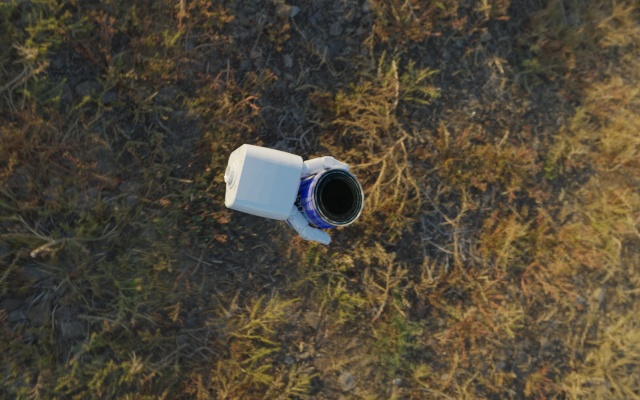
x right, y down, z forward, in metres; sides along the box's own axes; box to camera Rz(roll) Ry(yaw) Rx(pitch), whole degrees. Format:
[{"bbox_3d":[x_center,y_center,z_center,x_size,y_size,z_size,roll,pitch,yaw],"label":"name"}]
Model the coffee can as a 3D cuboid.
[{"bbox_3d":[0.000,0.003,0.882,0.103,0.103,0.140,0,-7,-28],"label":"coffee can"}]
